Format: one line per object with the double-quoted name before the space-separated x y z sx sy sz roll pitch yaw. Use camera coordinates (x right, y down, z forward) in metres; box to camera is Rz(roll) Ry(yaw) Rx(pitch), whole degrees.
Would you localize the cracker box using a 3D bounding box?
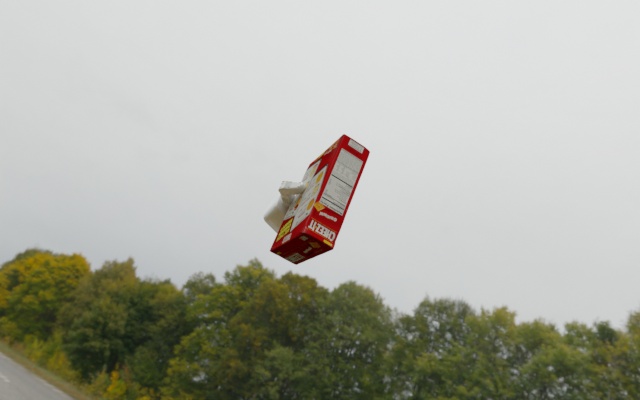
"cracker box" 0.000 0.003 0.898 0.072 0.213 0.164 30 -27 -15
